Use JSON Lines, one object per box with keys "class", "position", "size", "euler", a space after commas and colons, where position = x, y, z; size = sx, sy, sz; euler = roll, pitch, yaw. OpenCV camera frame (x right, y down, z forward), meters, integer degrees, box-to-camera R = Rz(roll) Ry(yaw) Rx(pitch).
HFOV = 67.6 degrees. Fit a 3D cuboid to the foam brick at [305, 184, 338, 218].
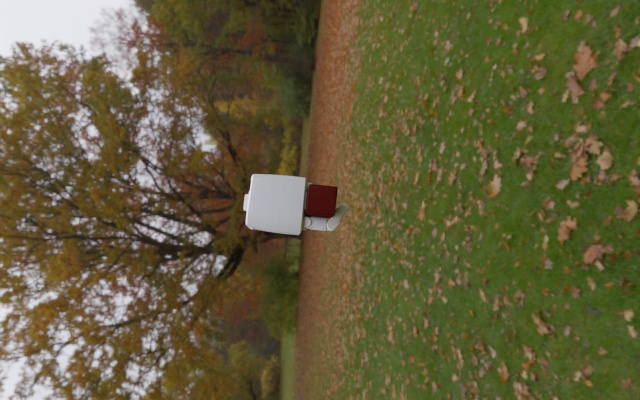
{"class": "foam brick", "position": [0.000, 0.003, 0.882], "size": [0.051, 0.053, 0.078], "euler": [7, -8, -4]}
